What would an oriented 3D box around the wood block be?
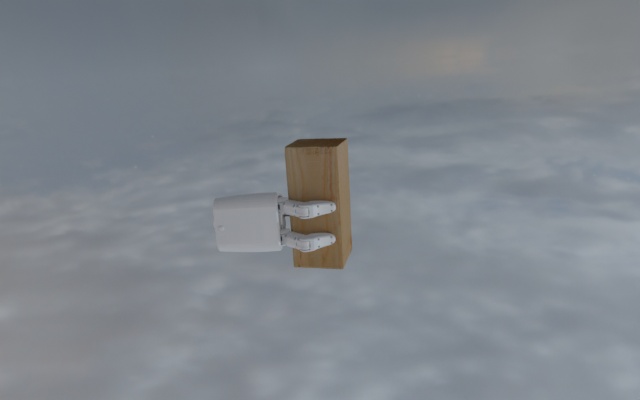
[{"bbox_3d":[0.000,0.003,0.815,0.090,0.206,0.090,1,16,13],"label":"wood block"}]
